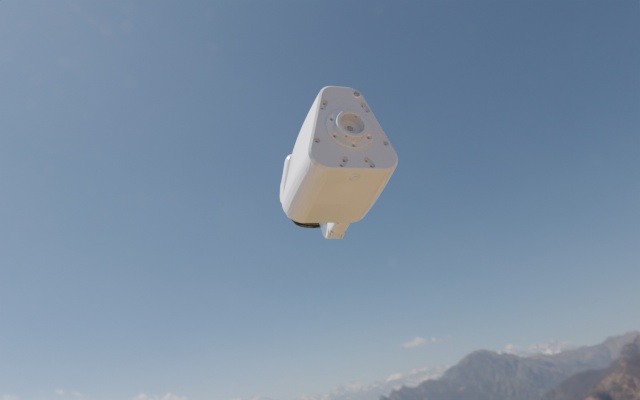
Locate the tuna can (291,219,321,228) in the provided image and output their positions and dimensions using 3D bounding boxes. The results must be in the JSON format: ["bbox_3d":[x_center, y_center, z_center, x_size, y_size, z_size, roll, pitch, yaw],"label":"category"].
[{"bbox_3d":[0.000,0.002,0.640,0.086,0.033,0.086,-10,-29,-6],"label":"tuna can"}]
